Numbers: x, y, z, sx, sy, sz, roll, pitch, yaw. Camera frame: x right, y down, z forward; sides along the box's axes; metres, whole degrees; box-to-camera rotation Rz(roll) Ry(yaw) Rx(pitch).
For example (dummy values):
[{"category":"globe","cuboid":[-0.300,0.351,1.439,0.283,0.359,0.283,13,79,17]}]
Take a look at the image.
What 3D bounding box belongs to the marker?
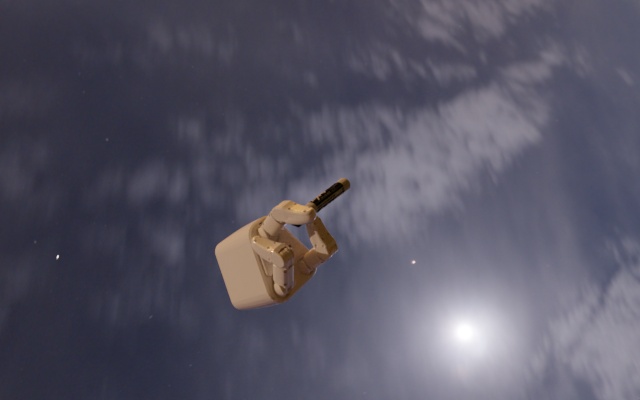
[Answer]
[{"category":"marker","cuboid":[0.000,0.002,0.643,0.020,0.020,0.121,0,26,41]}]
